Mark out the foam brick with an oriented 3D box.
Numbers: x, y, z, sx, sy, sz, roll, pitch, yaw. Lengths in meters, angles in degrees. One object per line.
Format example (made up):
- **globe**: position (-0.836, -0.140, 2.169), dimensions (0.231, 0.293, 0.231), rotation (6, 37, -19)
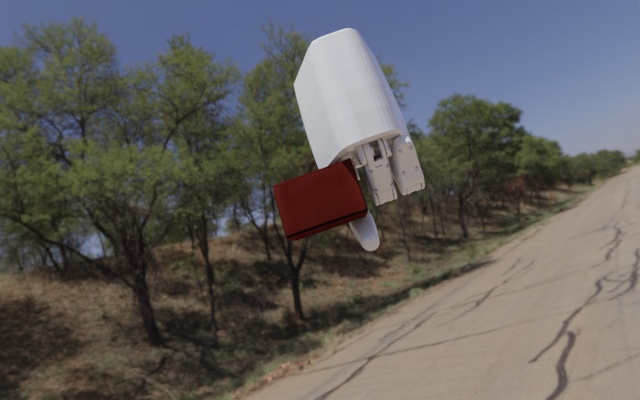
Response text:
- **foam brick**: position (0.000, 0.002, 0.451), dimensions (0.078, 0.051, 0.053), rotation (-19, -8, 0)
